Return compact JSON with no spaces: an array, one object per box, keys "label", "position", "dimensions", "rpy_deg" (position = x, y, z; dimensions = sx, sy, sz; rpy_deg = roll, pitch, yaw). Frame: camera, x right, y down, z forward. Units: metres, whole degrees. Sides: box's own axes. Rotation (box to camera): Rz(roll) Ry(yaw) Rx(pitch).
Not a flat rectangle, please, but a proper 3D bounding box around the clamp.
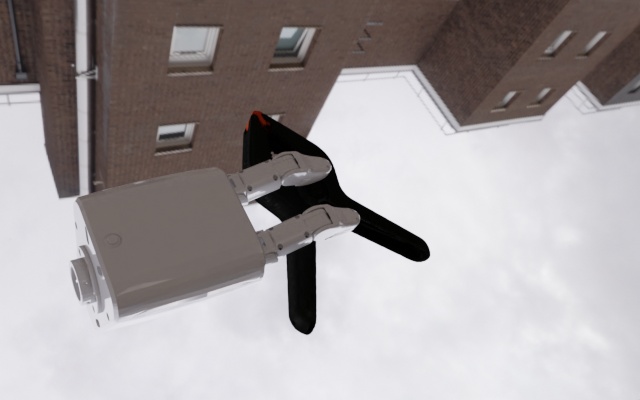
[{"label":"clamp","position":[-0.001,0.002,0.439],"dimensions":[0.164,0.210,0.036],"rpy_deg":[-13,-27,-38]}]
